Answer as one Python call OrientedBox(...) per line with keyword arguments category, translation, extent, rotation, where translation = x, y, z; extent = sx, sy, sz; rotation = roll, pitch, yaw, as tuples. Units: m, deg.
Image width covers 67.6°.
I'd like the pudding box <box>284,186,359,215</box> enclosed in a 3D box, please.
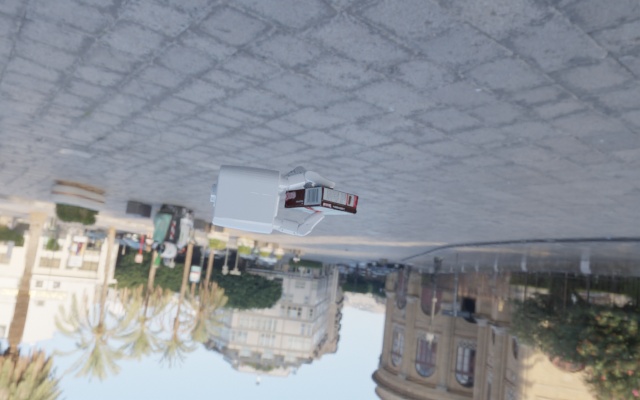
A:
OrientedBox(category="pudding box", translation=(0.000, 0.003, 0.890), extent=(0.090, 0.039, 0.113), rotation=(12, -9, -38))
